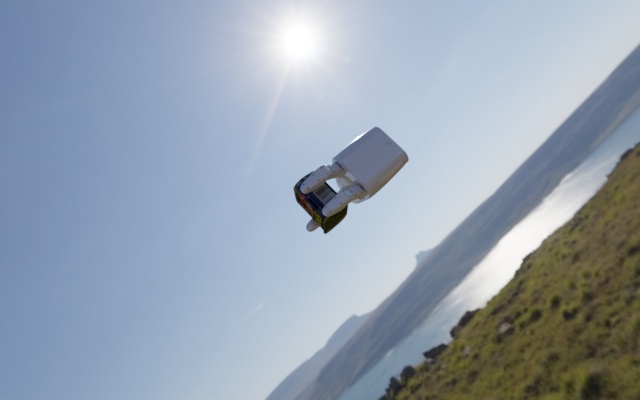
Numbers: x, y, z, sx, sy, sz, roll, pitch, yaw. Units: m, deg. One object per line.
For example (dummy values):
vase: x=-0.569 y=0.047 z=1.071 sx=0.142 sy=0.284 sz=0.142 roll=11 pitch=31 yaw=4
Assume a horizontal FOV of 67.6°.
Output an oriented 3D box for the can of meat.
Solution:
can of meat: x=0.000 y=0.003 z=0.848 sx=0.057 sy=0.084 sz=0.102 roll=-41 pitch=-14 yaw=-12
